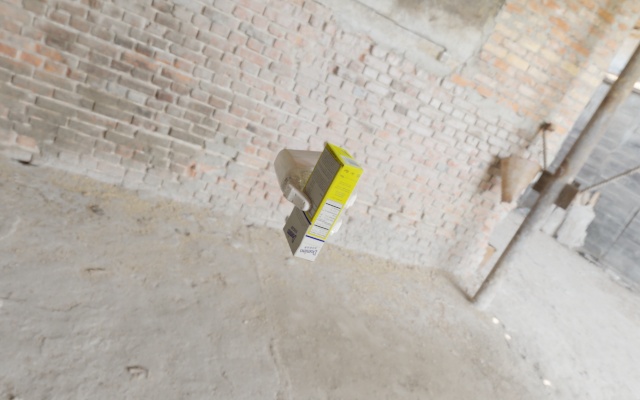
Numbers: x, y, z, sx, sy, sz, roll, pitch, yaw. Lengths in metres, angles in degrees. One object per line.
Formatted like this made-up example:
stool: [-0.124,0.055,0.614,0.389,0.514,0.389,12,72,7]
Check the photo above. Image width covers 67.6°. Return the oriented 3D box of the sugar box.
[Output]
sugar box: [0.001,0.003,0.786,0.048,0.176,0.093,17,21,-24]
